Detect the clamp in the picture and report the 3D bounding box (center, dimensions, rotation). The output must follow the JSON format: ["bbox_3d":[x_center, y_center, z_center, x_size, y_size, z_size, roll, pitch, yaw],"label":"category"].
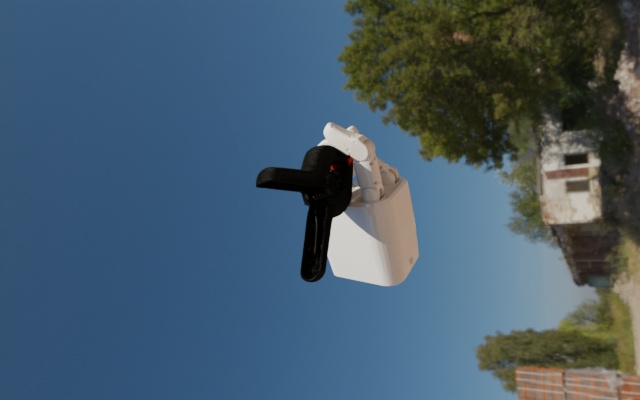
[{"bbox_3d":[0.000,0.002,0.498,0.039,0.120,0.171,-5,19,30],"label":"clamp"}]
